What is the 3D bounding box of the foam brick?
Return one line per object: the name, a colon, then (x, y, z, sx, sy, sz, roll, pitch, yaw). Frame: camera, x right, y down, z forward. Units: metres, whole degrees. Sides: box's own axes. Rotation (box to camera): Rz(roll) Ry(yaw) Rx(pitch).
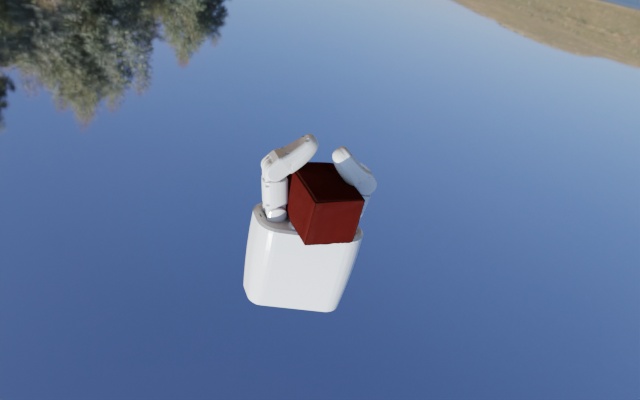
foam brick: (0.000, 0.002, 0.472, 0.053, 0.051, 0.078, 0, 32, -25)
